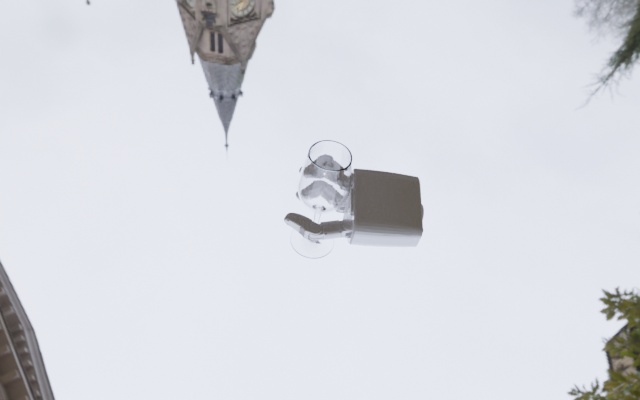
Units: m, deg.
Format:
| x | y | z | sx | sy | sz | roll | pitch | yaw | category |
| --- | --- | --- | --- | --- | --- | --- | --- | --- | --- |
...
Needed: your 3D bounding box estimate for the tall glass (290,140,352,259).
| x | y | z | sx | sy | sz | roll | pitch | yaw | category |
| --- | --- | --- | --- | --- | --- | --- | --- | --- | --- |
| 0.000 | 0.003 | 0.728 | 0.079 | 0.079 | 0.201 | 0 | -40 | -10 | tall glass |
